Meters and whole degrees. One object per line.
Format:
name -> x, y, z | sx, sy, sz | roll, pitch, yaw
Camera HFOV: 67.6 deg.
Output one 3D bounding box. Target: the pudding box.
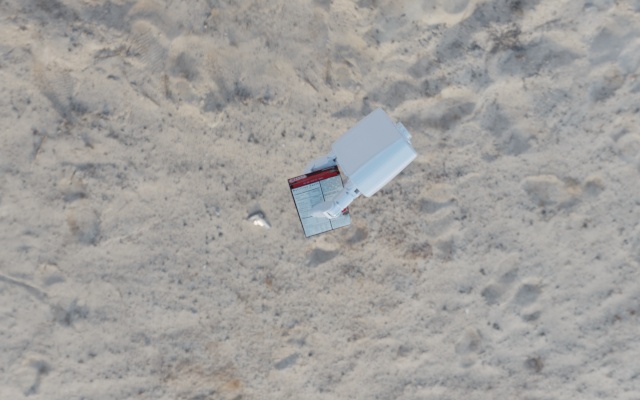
pudding box -> 0.000, 0.003, 0.829 | 0.090, 0.114, 0.039 | -16, 33, -1
